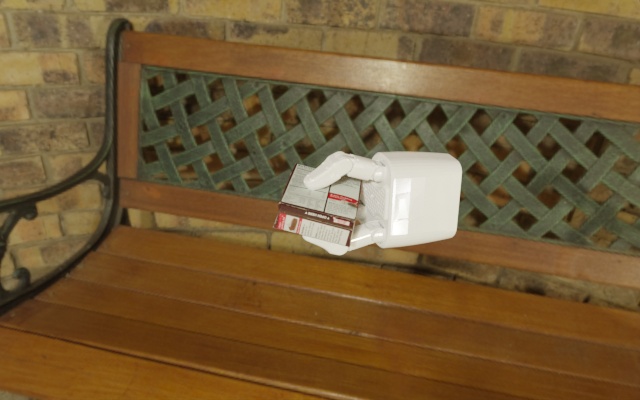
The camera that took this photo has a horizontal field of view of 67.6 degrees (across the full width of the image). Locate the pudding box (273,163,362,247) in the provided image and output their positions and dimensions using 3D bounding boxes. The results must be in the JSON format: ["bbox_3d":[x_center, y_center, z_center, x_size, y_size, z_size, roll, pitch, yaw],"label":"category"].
[{"bbox_3d":[0.000,0.002,0.570,0.090,0.039,0.113,13,27,1],"label":"pudding box"}]
